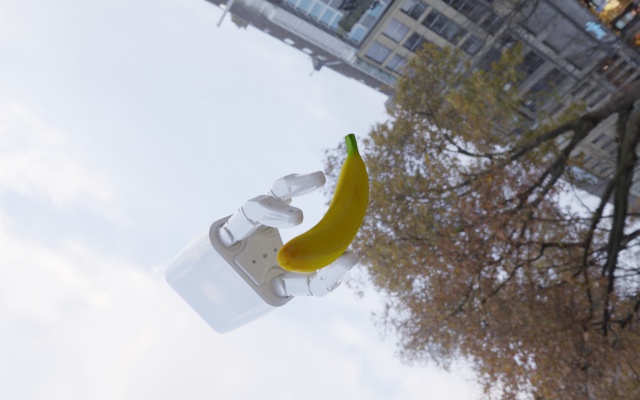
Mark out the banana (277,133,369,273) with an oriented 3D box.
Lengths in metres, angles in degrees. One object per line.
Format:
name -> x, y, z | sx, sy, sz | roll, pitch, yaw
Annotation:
banana -> 0.012, 0.013, 0.460 | 0.037, 0.070, 0.197 | -23, 26, 34
